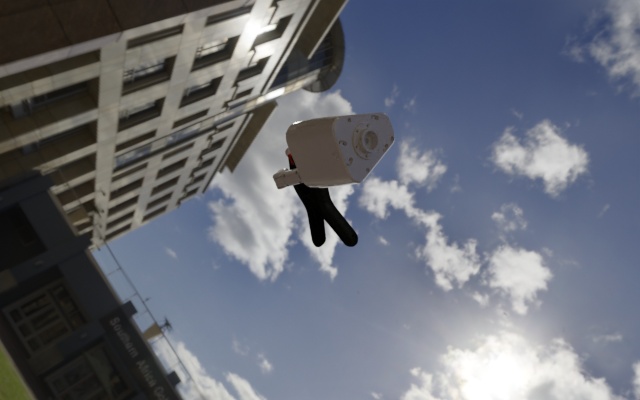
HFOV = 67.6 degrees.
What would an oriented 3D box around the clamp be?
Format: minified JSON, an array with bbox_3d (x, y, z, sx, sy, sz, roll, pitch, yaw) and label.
[{"bbox_3d":[0.000,0.002,0.750,0.039,0.171,0.120,-32,19,-33],"label":"clamp"}]
